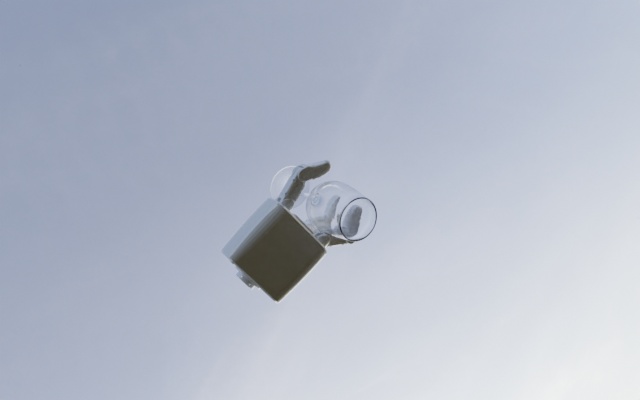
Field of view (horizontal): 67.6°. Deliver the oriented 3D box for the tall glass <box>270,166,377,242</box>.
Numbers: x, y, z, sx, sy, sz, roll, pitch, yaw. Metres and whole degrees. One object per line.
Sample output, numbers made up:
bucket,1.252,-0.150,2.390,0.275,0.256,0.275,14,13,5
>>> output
tall glass,0.000,0.002,0.717,0.079,0.079,0.201,0,13,-32
